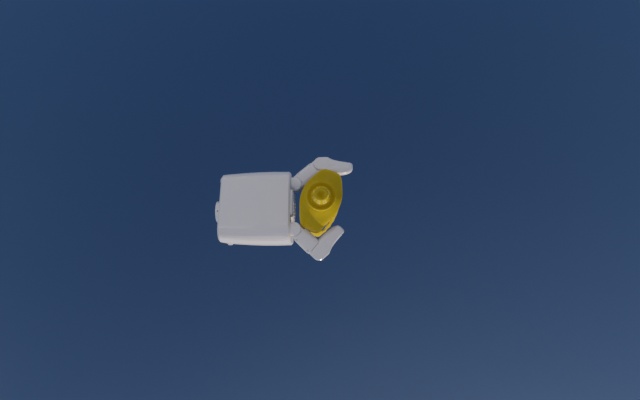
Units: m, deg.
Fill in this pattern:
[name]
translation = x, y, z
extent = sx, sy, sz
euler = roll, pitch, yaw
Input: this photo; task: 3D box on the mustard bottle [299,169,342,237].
[mustard bottle]
translation = 0.000, 0.002, 0.724
extent = 0.058, 0.096, 0.191
euler = 23, -6, 3
